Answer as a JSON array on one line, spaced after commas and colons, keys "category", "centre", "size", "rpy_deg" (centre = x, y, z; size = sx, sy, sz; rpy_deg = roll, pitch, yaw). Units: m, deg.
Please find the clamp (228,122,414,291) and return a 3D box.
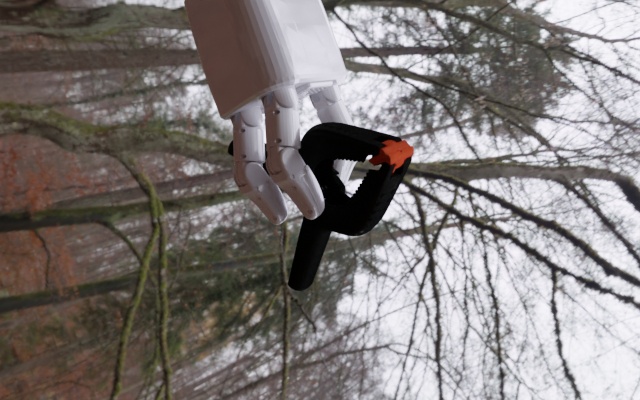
[{"category": "clamp", "centre": [0.001, 0.001, 0.410], "size": [0.036, 0.164, 0.210], "rpy_deg": [-26, 8, -37]}]
